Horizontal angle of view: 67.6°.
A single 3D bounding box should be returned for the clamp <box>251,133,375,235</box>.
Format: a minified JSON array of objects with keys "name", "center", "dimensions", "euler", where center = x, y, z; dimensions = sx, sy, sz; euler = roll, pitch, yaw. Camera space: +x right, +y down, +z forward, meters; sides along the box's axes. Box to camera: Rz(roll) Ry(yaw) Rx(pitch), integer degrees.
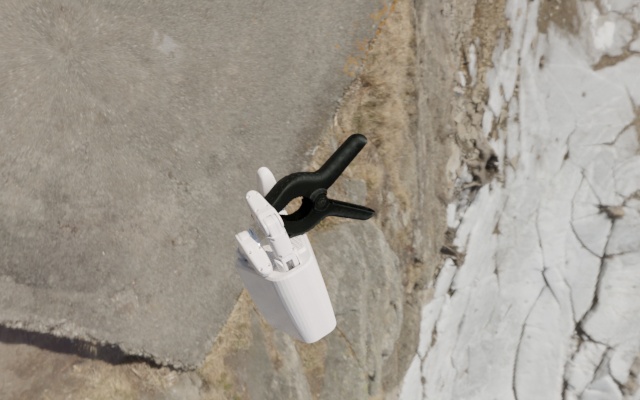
[{"name":"clamp","center":[0.000,0.002,0.598],"dimensions":[0.171,0.120,0.039],"euler":[-29,26,-17]}]
